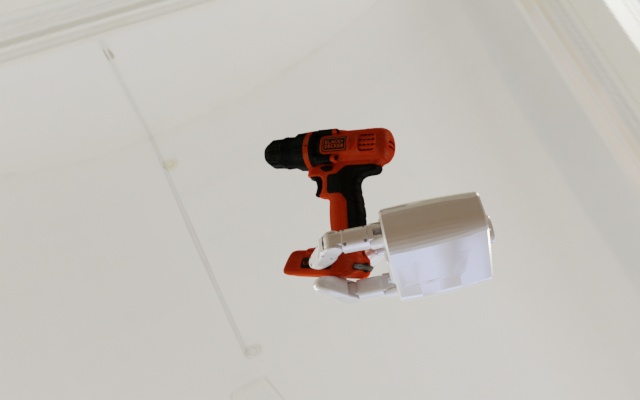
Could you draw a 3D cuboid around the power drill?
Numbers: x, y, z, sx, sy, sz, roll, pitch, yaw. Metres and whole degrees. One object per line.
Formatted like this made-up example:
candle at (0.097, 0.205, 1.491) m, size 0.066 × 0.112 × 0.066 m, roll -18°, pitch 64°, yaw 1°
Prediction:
power drill at (0.000, 0.002, 0.599) m, size 0.184 × 0.187 × 0.057 m, roll -2°, pitch -10°, yaw 32°
